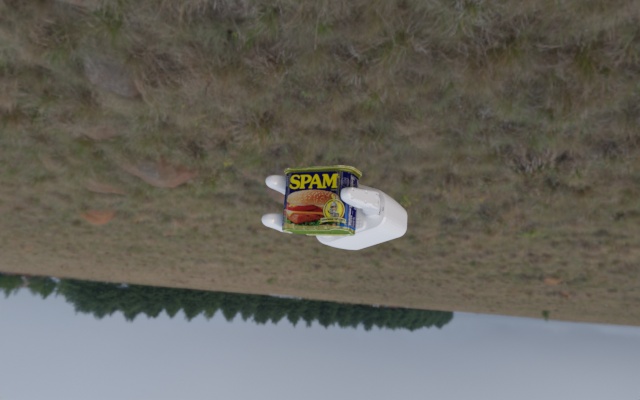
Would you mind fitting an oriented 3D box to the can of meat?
[{"bbox_3d":[0.000,0.002,0.633,0.102,0.084,0.057,-1,-12,24],"label":"can of meat"}]
